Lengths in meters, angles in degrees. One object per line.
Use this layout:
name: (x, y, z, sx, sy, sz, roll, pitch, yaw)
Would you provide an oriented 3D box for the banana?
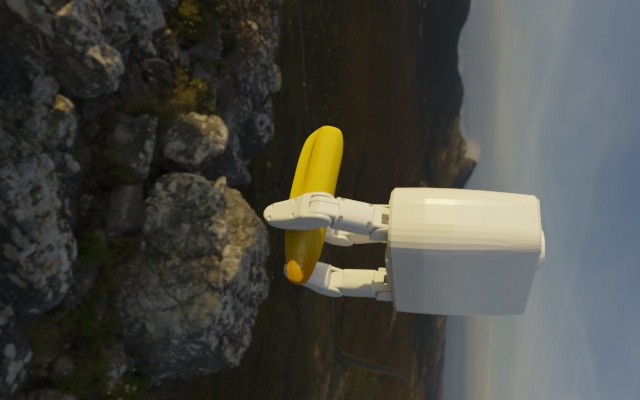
banana: (-0.001, -0.015, 0.439, 0.037, 0.070, 0.197, 1, 39, 11)
